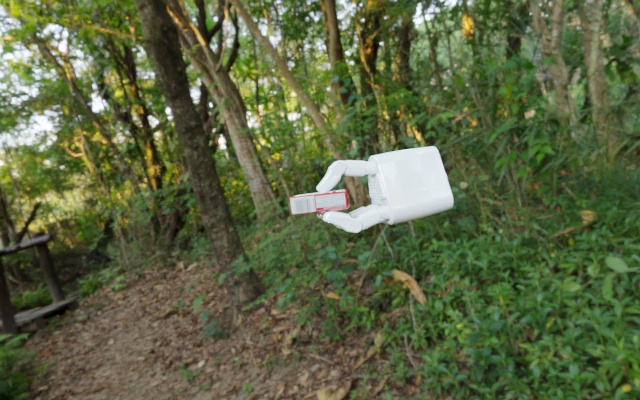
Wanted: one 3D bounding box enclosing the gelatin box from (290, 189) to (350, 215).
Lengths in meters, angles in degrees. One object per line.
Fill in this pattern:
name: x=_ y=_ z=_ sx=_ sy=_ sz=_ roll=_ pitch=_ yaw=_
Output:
gelatin box: x=0.000 y=0.002 z=0.748 sx=0.089 sy=0.030 sz=0.073 roll=-6 pitch=3 yaw=3
